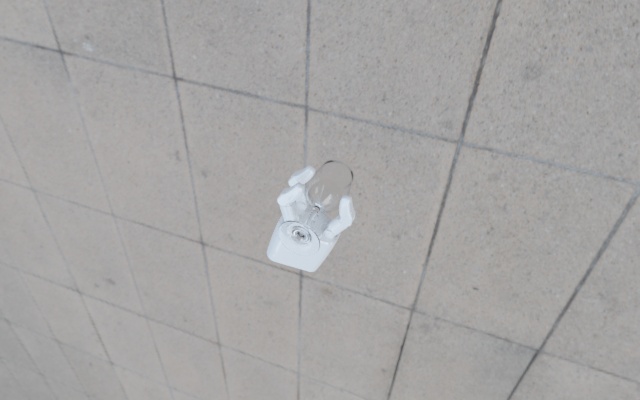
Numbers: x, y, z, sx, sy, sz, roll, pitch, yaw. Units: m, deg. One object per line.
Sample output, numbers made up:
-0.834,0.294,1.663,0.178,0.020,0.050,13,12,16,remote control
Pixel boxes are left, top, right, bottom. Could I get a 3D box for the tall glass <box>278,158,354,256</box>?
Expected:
0.000,0.003,0.842,0.079,0.079,0.201,0,37,27,tall glass
